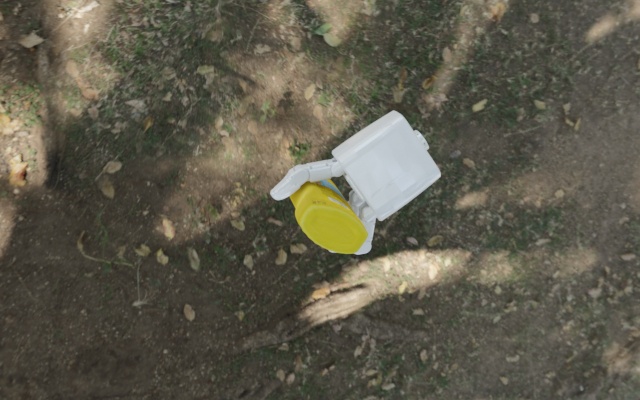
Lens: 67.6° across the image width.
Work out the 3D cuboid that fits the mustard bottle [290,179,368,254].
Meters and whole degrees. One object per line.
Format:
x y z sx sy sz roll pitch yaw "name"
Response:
0.000 0.003 0.686 0.096 0.058 0.191 27 14 -21 "mustard bottle"
